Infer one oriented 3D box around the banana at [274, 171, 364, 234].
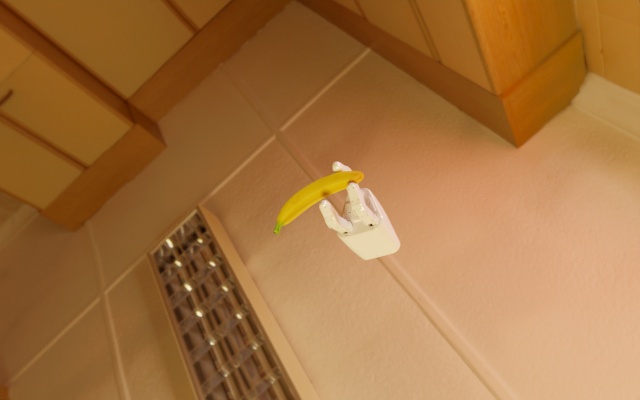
[{"bbox_3d":[-0.009,-0.006,0.910,0.198,0.069,0.037,-35,-47,5],"label":"banana"}]
